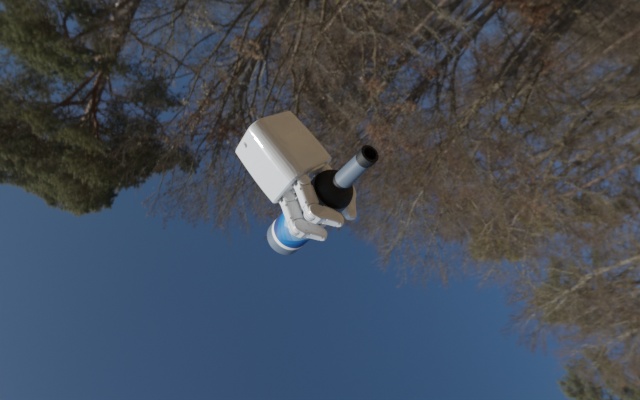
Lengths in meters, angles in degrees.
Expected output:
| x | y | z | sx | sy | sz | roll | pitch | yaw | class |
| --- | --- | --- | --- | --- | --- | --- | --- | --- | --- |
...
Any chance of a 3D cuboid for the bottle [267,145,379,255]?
| x | y | z | sx | sy | sz | roll | pitch | yaw | class |
| --- | --- | --- | --- | --- | --- | --- | --- | --- | --- |
| 0.000 | 0.003 | 0.749 | 0.069 | 0.069 | 0.296 | 0 | -26 | -30 | bottle |
